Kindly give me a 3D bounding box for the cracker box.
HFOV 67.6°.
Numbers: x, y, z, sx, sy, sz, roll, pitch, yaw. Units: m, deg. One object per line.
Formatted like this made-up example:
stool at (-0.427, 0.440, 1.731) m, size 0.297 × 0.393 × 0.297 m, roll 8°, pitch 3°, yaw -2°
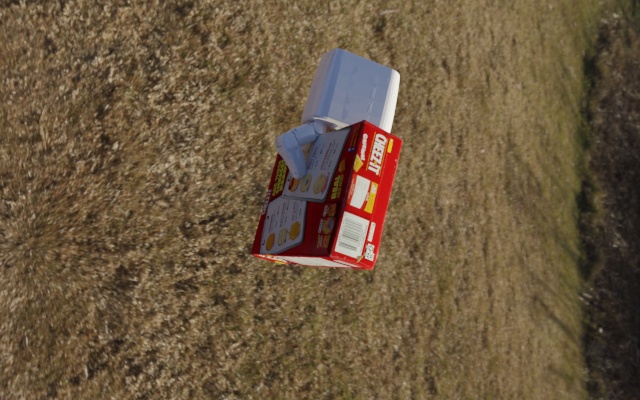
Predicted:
cracker box at (0.000, 0.002, 0.623) m, size 0.072 × 0.164 × 0.214 m, roll 22°, pitch -16°, yaw -28°
